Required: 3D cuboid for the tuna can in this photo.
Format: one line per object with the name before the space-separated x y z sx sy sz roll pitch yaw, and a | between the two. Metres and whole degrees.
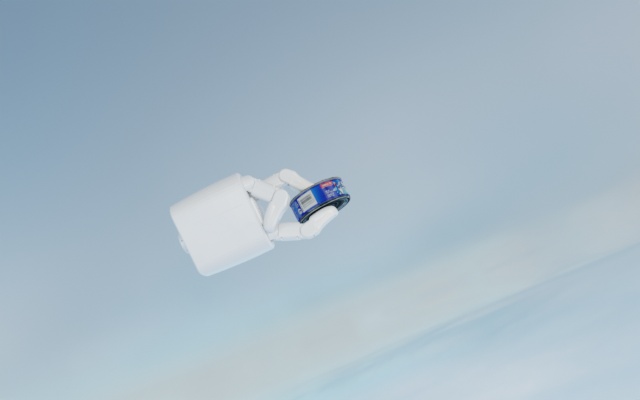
tuna can | 0.000 0.003 0.696 0.086 0.033 0.086 -26 -15 -8
